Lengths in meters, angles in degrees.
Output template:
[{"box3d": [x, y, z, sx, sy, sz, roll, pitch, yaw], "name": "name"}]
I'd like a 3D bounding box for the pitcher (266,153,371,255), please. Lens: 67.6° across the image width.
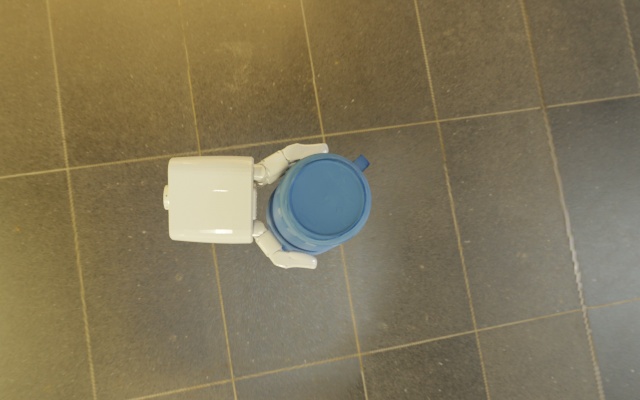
[{"box3d": [0.000, 0.002, 0.656, 0.145, 0.149, 0.243, 3, -6, -7], "name": "pitcher"}]
